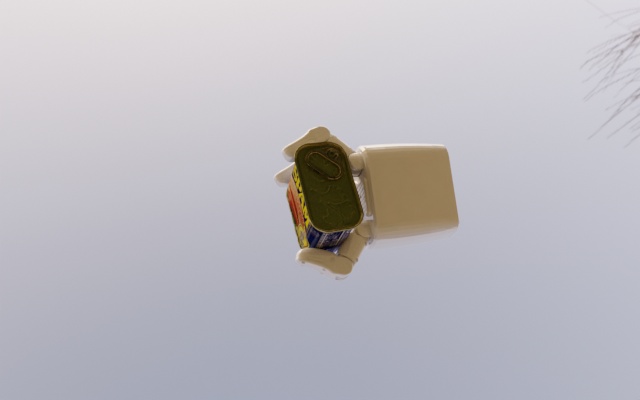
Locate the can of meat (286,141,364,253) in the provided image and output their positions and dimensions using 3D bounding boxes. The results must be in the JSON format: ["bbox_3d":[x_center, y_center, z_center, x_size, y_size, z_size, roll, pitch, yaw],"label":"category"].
[{"bbox_3d":[0.000,0.002,0.519,0.057,0.102,0.084,-8,-24,-16],"label":"can of meat"}]
